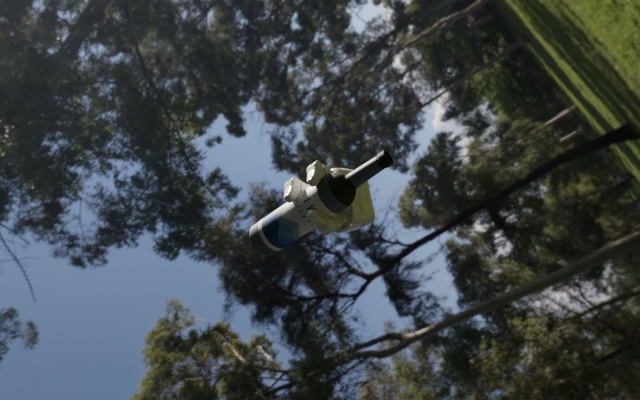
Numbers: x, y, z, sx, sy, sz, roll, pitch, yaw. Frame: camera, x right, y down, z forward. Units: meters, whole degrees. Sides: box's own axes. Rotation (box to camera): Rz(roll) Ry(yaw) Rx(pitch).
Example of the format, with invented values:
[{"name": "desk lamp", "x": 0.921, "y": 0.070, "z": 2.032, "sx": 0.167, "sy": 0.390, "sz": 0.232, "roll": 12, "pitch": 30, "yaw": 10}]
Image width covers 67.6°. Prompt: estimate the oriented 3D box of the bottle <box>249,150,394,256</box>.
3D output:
[{"name": "bottle", "x": 0.000, "y": 0.003, "z": 0.834, "sx": 0.296, "sy": 0.069, "sz": 0.069, "roll": -33, "pitch": -16, "yaw": 26}]
